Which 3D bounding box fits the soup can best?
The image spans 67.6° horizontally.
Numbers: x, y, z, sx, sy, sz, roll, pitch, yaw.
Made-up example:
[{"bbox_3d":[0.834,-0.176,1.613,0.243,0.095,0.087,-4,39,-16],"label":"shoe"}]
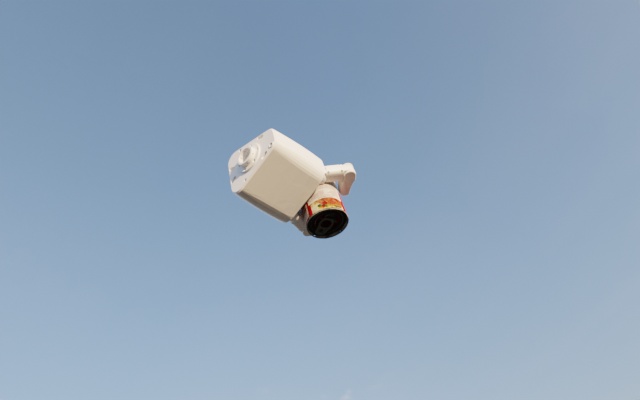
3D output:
[{"bbox_3d":[0.000,0.002,0.779,0.068,0.069,0.102,0,43,-18],"label":"soup can"}]
